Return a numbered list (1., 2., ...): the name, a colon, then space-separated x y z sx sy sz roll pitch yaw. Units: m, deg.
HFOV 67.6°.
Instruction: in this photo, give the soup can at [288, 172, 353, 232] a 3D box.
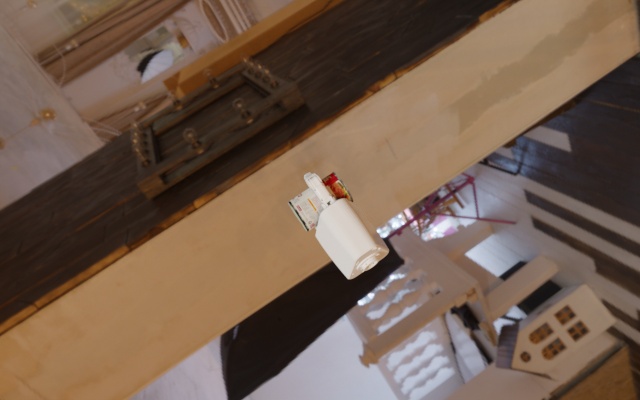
1. soup can: 0.000 0.003 0.883 0.102 0.068 0.068 -34 4 -6
